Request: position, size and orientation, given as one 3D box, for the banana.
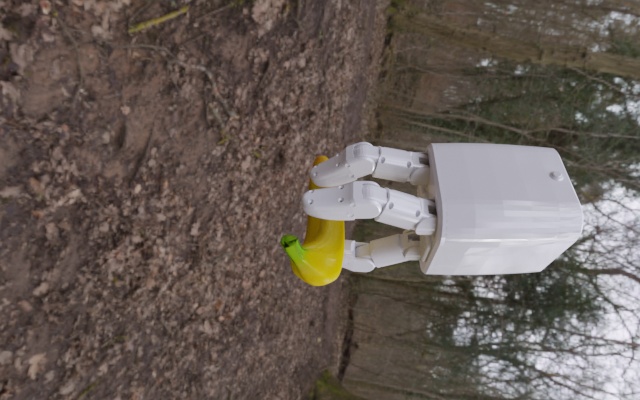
[{"bbox_3d":[0.002,0.020,0.420,0.037,0.070,0.197,-4,22,7],"label":"banana"}]
